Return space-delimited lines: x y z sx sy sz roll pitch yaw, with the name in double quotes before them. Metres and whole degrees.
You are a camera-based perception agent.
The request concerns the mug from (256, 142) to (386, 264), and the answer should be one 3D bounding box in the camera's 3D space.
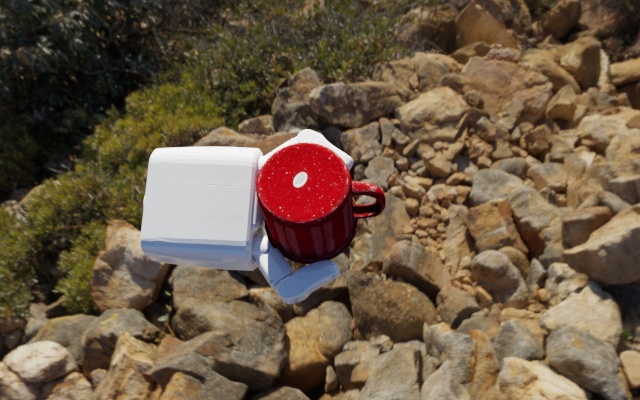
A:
"mug" 0.001 0.001 0.431 0.117 0.093 0.081 1 -25 5
